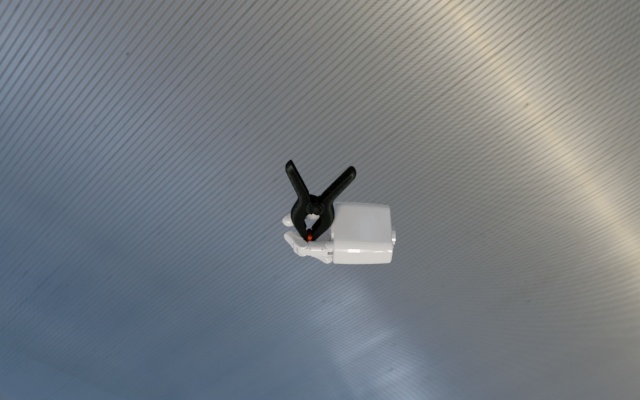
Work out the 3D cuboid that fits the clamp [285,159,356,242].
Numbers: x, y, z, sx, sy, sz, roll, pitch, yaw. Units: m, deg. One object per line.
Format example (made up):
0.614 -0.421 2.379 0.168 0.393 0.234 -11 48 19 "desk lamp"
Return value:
0.000 0.003 0.840 0.120 0.172 0.039 2 37 1 "clamp"
